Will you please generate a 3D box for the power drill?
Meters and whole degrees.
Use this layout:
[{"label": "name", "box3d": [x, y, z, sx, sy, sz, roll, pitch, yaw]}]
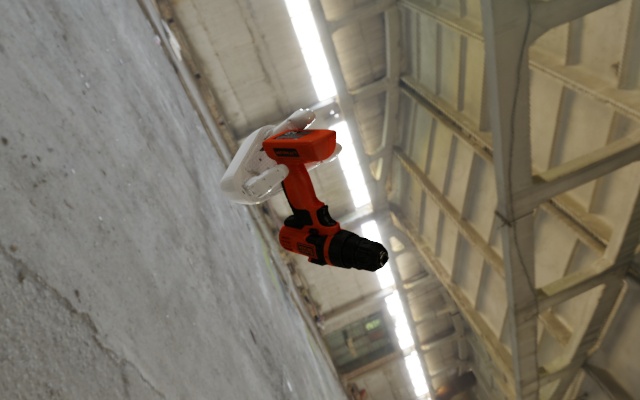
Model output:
[{"label": "power drill", "box3d": [0.000, 0.002, 0.632, 0.184, 0.188, 0.057, 8, 28, 41]}]
